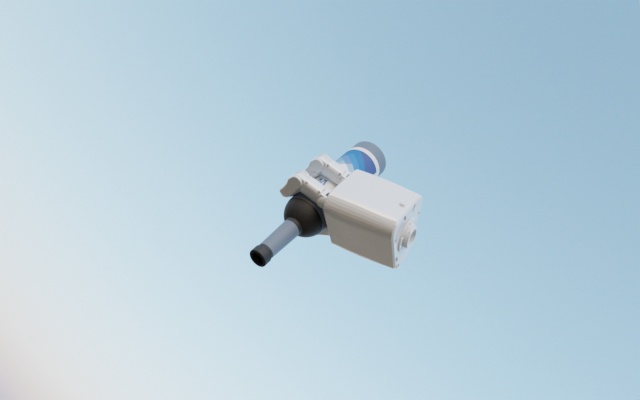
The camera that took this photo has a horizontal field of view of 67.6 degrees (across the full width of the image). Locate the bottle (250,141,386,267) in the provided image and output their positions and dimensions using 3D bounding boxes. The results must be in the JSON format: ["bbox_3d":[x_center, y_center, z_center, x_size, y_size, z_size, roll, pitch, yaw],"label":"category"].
[{"bbox_3d":[0.000,0.002,0.717,0.069,0.069,0.295,0,30,40],"label":"bottle"}]
